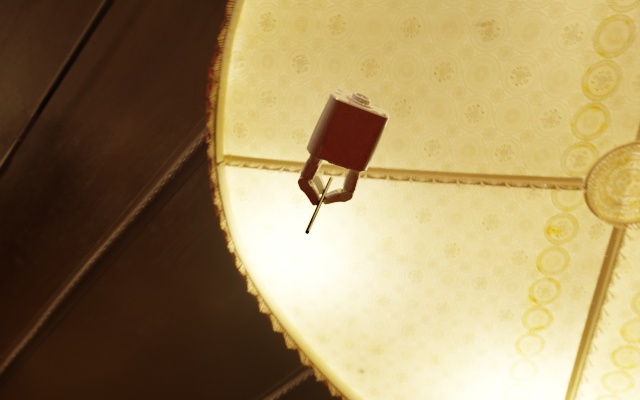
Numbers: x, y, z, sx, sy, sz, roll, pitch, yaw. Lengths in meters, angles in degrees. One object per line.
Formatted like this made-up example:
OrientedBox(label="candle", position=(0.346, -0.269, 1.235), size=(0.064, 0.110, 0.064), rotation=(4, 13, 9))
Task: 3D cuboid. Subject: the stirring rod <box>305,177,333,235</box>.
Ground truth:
OrientedBox(label="stirring rod", position=(0.000, 0.003, 0.838), size=(0.011, 0.011, 0.239), rotation=(0, 22, 11))
